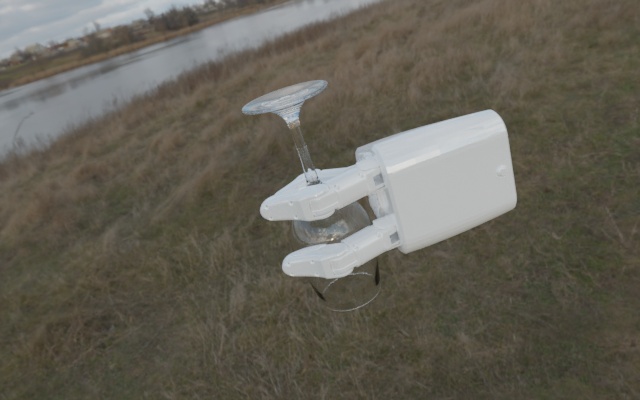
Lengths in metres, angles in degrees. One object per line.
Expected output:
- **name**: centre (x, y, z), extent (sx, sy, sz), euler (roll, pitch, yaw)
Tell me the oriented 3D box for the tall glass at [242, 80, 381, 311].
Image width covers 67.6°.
- **tall glass**: centre (0.000, 0.001, 0.428), extent (0.079, 0.201, 0.079), euler (-15, 23, 7)
